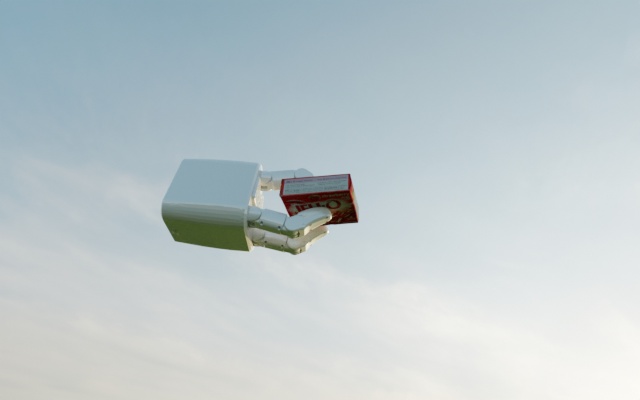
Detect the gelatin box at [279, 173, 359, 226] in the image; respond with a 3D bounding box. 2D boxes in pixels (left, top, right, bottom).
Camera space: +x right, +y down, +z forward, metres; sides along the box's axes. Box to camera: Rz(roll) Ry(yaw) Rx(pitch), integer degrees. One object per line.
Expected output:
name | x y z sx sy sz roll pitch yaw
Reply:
gelatin box | 0.000 0.002 0.602 0.089 0.030 0.073 -5 -36 11
